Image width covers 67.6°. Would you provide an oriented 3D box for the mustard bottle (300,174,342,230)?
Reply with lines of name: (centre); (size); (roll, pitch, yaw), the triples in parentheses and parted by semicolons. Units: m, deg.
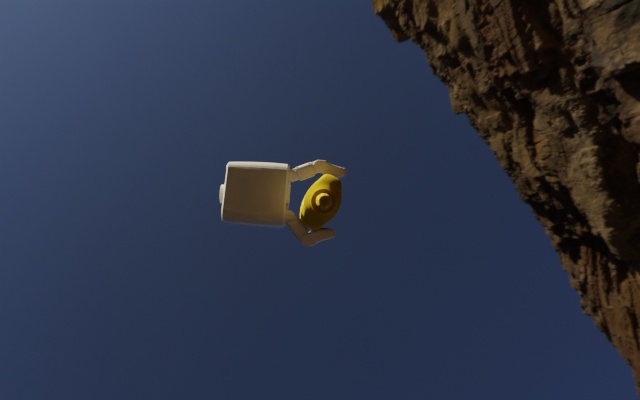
mustard bottle: (0.000, 0.003, 0.814); (0.058, 0.096, 0.191); (28, -3, -2)
